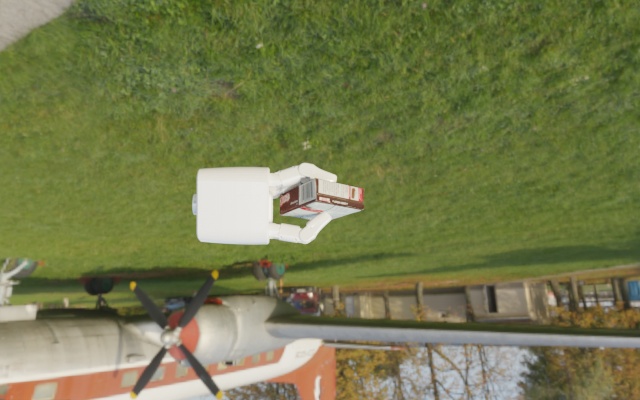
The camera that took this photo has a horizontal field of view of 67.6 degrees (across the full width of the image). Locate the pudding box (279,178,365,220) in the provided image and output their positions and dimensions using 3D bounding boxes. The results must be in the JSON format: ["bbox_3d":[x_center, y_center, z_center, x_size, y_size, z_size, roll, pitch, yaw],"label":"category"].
[{"bbox_3d":[0.000,0.003,0.745,0.090,0.039,0.113,10,-16,-31],"label":"pudding box"}]
